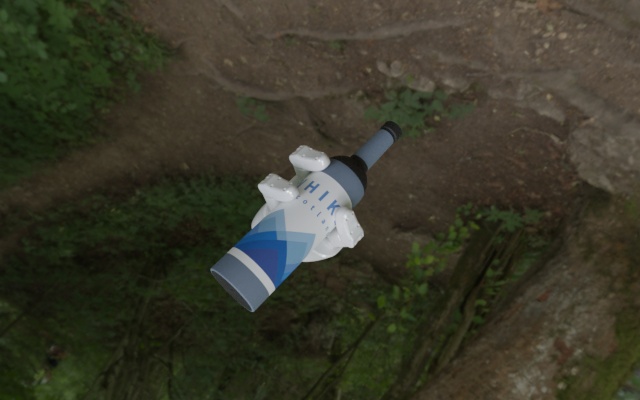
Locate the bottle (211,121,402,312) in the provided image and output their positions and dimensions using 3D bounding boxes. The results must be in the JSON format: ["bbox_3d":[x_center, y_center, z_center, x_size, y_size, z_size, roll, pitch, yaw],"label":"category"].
[{"bbox_3d":[0.000,0.002,0.573,0.295,0.069,0.069,-45,21,-22],"label":"bottle"}]
